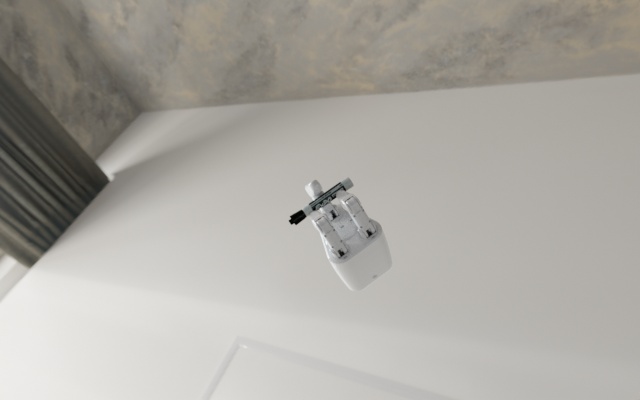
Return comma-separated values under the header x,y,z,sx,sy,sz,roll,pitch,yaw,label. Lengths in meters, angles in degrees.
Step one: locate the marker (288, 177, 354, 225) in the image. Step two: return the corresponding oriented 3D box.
x,y,z,sx,sy,sz,roll,pitch,yaw,label
0.000,0.003,0.777,0.121,0.020,0.020,-34,4,-6,marker
